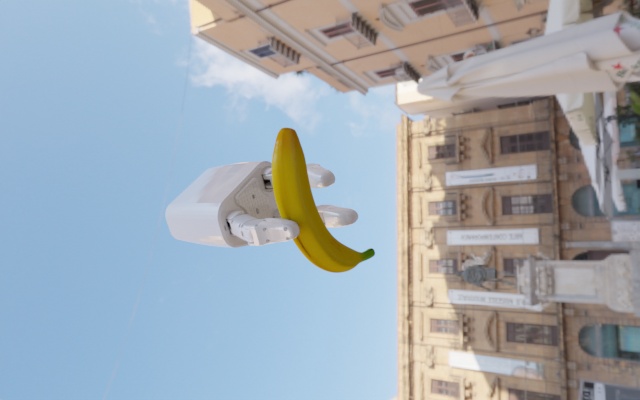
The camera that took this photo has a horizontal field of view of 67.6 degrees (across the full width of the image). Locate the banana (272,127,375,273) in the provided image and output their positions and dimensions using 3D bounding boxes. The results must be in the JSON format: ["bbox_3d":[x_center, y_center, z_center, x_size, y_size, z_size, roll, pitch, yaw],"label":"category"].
[{"bbox_3d":[-0.008,0.017,0.503,0.037,0.069,0.198,5,-40,42],"label":"banana"}]
